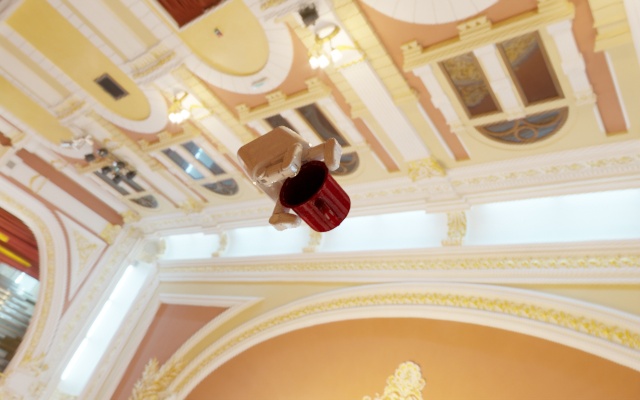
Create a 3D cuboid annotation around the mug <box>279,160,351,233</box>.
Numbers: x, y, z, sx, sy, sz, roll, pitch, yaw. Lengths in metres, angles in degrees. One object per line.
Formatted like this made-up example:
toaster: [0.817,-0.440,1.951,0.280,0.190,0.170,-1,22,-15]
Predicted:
mug: [0.001,0.003,0.746,0.081,0.093,0.117,47,0,-36]
